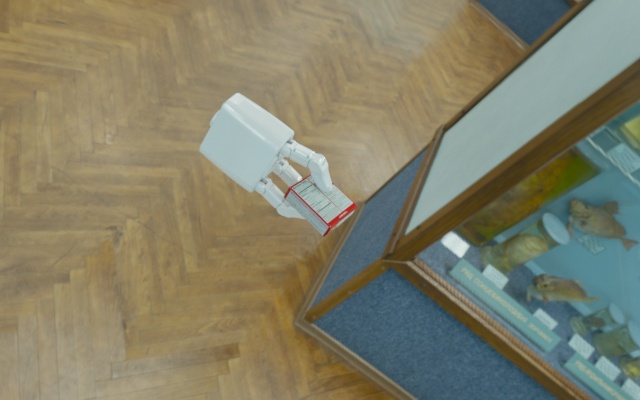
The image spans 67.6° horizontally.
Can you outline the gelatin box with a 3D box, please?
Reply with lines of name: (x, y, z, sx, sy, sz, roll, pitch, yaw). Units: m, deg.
gelatin box: (0.001, 0.002, 0.730, 0.073, 0.089, 0.030, -36, -16, -43)
